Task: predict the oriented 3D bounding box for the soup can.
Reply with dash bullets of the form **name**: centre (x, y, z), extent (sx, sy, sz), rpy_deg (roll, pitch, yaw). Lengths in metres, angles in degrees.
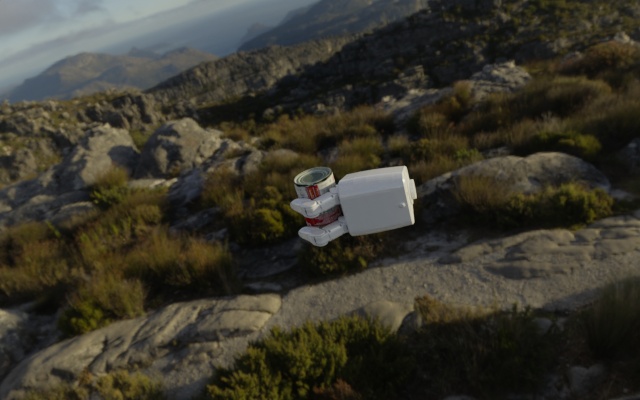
- **soup can**: centre (0.000, 0.002, 0.808), extent (0.068, 0.102, 0.068), rpy_deg (-14, 25, 7)
